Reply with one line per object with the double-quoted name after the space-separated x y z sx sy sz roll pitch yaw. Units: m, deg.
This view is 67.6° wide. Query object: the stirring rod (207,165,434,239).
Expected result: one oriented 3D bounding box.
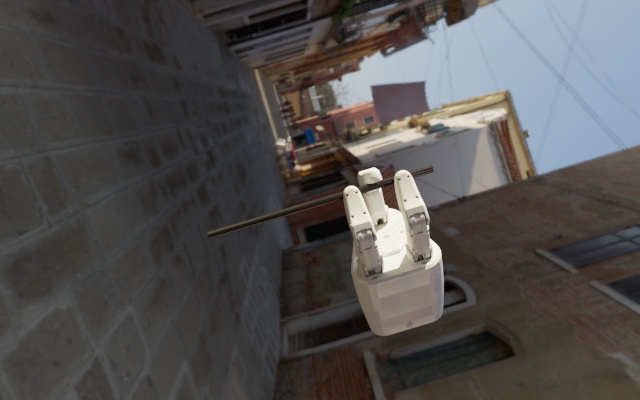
0.000 0.002 0.493 0.239 0.011 0.011 -17 0 0 "stirring rod"
